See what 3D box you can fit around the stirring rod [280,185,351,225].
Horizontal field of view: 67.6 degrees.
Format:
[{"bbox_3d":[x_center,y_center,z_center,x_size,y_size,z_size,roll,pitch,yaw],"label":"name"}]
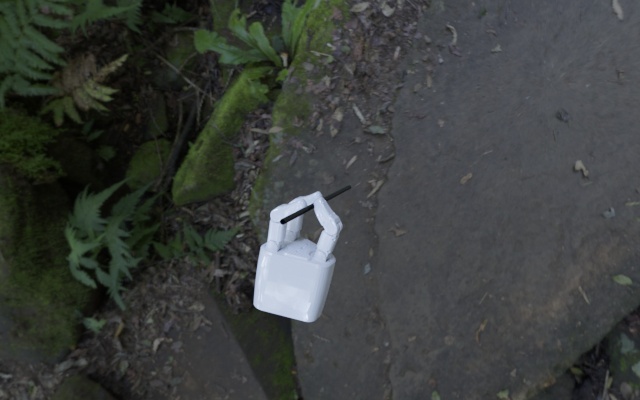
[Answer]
[{"bbox_3d":[0.000,0.002,0.743,0.011,0.011,0.239,0,13,26],"label":"stirring rod"}]
